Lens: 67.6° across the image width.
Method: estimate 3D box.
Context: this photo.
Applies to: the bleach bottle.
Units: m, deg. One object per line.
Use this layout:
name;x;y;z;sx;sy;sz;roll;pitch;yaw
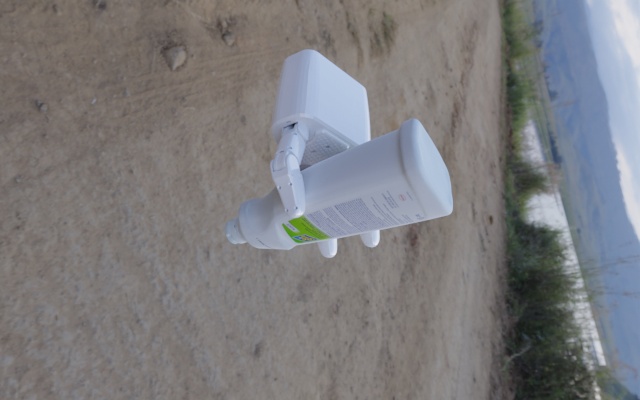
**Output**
bleach bottle;0.000;0.002;0.497;0.251;0.068;0.103;-16;-39;27
